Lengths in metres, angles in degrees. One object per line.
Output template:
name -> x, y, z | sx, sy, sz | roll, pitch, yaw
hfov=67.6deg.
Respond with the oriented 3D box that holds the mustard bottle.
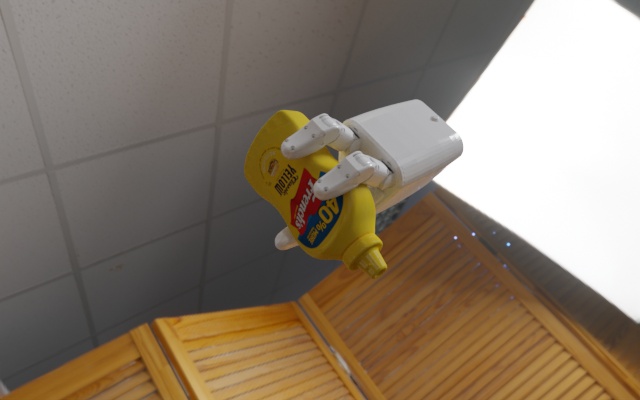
mustard bottle -> 0.000, 0.001, 0.483 | 0.058, 0.096, 0.191 | -5, 47, -51
